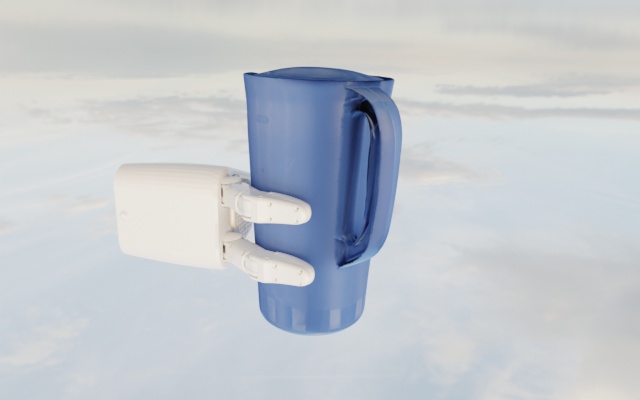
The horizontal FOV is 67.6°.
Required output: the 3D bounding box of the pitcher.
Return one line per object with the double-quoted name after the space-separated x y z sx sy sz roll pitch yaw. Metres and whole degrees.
0.000 0.001 0.446 0.145 0.243 0.149 5 17 11 "pitcher"
